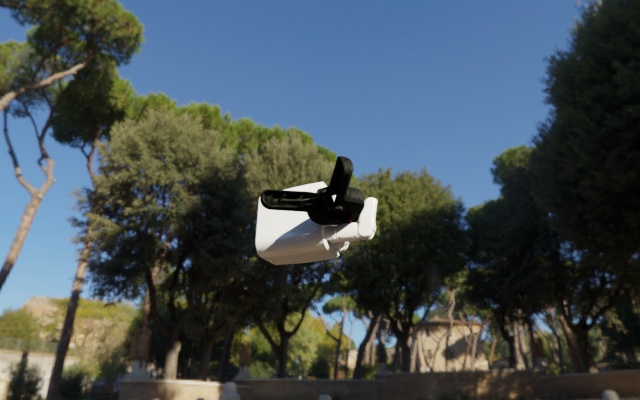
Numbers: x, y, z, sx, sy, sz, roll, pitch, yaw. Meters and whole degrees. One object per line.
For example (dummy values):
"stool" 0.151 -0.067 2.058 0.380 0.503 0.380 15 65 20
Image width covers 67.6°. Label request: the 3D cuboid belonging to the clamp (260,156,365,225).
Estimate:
"clamp" 0.000 0.002 0.621 0.120 0.039 0.171 -14 -26 11
